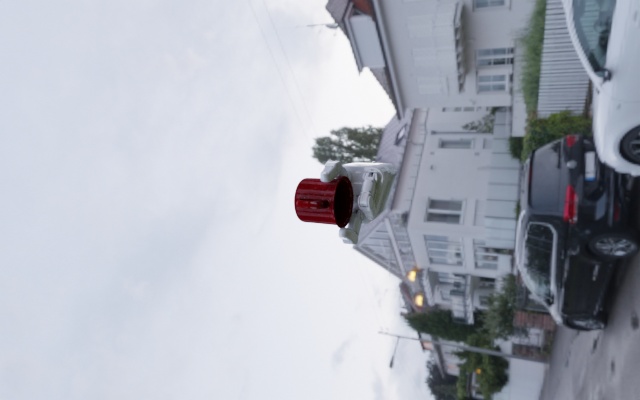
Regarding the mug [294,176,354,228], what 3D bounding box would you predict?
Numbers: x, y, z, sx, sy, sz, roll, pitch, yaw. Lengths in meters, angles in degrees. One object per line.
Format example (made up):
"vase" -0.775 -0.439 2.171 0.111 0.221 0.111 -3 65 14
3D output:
"mug" -0.001 0.003 0.842 0.081 0.093 0.117 4 9 25
